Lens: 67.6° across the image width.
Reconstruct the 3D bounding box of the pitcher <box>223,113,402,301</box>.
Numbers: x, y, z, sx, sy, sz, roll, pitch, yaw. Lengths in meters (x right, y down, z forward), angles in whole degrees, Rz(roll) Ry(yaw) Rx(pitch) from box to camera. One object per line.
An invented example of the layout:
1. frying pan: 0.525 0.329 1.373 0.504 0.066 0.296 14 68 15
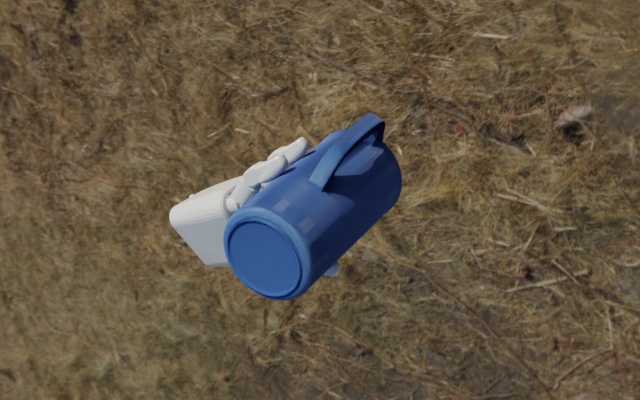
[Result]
1. pitcher: 0.000 0.002 0.565 0.145 0.149 0.242 -11 18 33
